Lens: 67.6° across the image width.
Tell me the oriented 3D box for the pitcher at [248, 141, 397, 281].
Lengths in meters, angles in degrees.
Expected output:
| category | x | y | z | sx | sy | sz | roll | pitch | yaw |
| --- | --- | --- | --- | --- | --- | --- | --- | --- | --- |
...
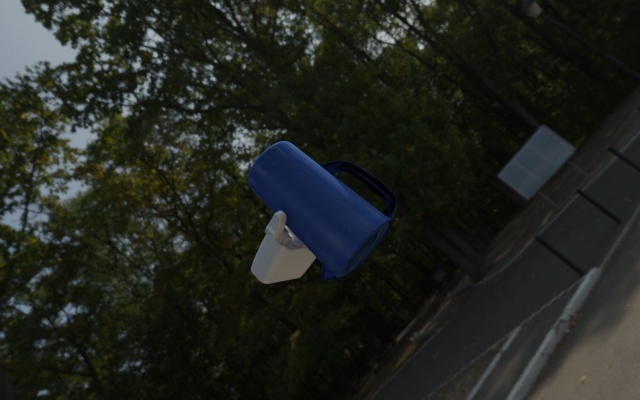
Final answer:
| category | x | y | z | sx | sy | sz | roll | pitch | yaw |
| --- | --- | --- | --- | --- | --- | --- | --- | --- | --- |
| pitcher | 0.000 | 0.003 | 0.816 | 0.242 | 0.145 | 0.149 | 42 | 36 | 17 |
